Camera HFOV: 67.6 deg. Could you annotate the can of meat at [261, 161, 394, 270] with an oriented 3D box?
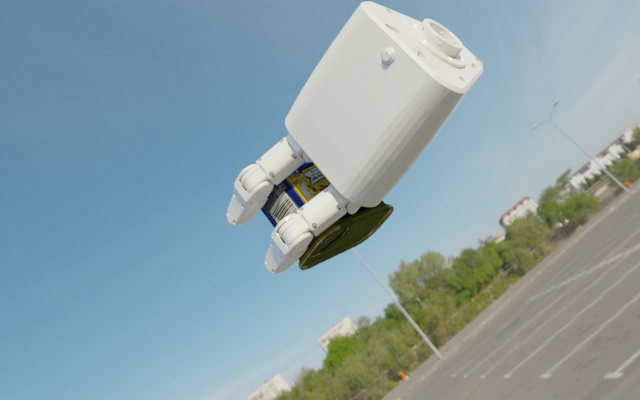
[{"bbox_3d":[0.000,0.001,0.417,0.102,0.084,0.057,-19,-27,-45],"label":"can of meat"}]
